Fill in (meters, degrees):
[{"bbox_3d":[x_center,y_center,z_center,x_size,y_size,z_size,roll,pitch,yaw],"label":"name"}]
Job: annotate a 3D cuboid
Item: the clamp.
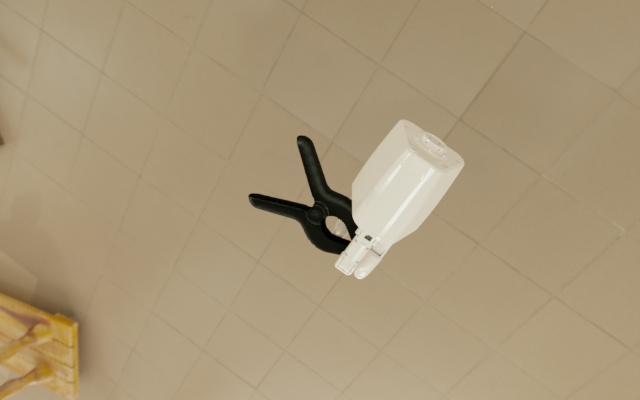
[{"bbox_3d":[0.000,0.002,0.611,0.171,0.120,0.039,35,27,4],"label":"clamp"}]
